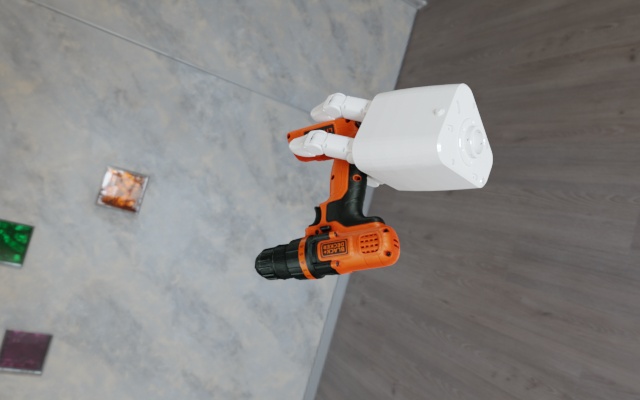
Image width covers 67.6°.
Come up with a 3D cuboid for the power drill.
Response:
[{"bbox_3d":[0.000,0.001,0.585,0.184,0.187,0.057,-11,-19,23],"label":"power drill"}]
